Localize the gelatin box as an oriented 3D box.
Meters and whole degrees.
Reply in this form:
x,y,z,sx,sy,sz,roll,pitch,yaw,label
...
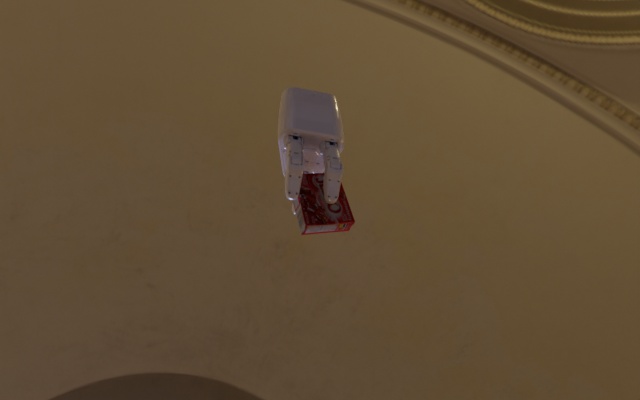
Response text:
x,y,z,sx,sy,sz,roll,pitch,yaw,label
0.000,0.003,0.674,0.073,0.089,0.030,-3,-33,-22,gelatin box
